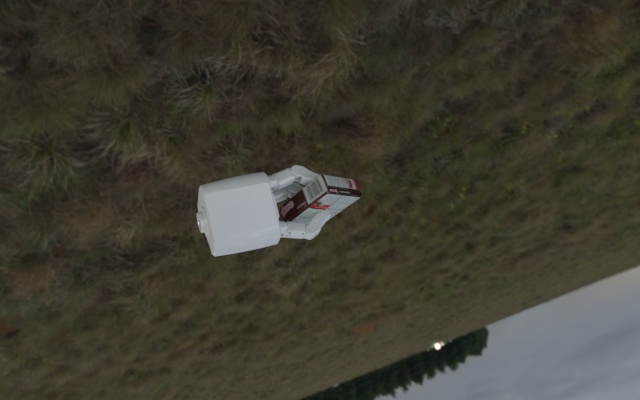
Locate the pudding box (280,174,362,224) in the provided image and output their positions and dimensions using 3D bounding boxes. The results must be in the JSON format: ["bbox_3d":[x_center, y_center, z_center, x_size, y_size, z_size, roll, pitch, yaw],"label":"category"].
[{"bbox_3d":[0.000,0.003,0.810,0.090,0.039,0.113,5,-32,-47],"label":"pudding box"}]
